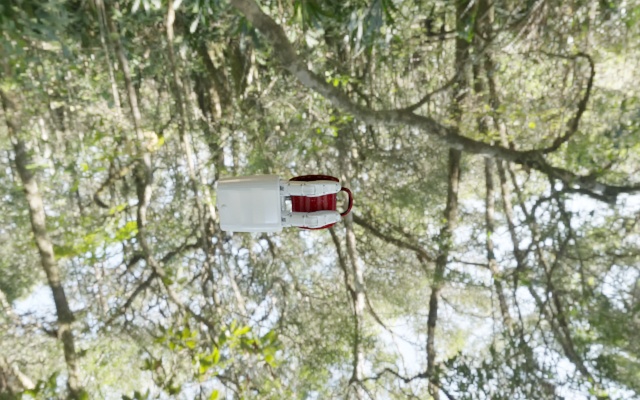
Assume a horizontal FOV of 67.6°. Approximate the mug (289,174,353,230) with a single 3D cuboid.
[{"bbox_3d":[0.002,0.003,0.861,0.117,0.081,0.093,0,16,2],"label":"mug"}]
